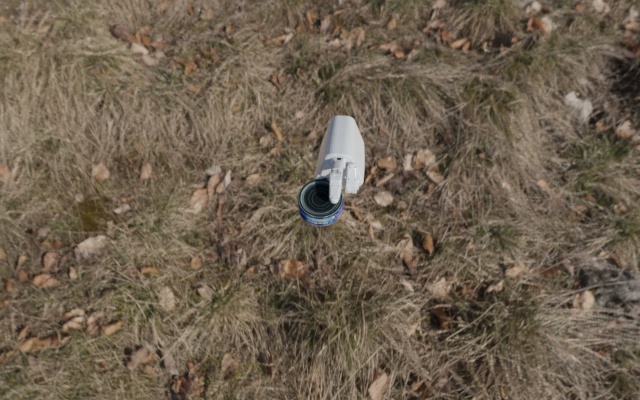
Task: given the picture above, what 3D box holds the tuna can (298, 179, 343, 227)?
[{"bbox_3d":[0.000,0.003,0.890,0.086,0.086,0.034,0,-29,0],"label":"tuna can"}]
